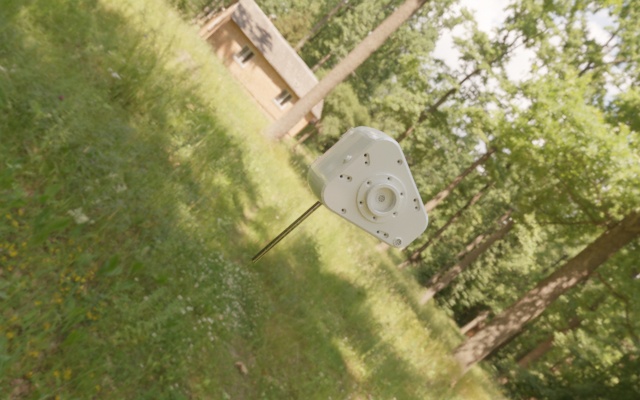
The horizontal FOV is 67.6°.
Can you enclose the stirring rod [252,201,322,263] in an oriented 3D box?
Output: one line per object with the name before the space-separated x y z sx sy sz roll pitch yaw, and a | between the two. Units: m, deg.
stirring rod | 0.000 0.002 0.635 0.239 0.011 0.011 -41 -3 3
